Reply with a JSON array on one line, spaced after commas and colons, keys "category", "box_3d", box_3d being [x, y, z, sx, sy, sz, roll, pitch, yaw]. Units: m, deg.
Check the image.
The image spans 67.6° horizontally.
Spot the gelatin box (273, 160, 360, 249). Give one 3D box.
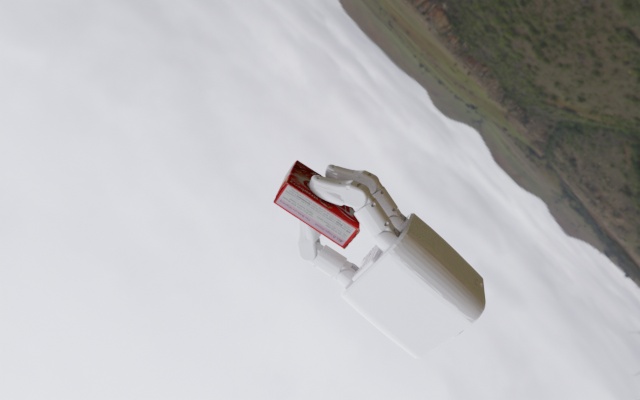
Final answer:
[{"category": "gelatin box", "box_3d": [0.000, 0.002, 0.498, 0.089, 0.030, 0.073, 33, 22, -8]}]
